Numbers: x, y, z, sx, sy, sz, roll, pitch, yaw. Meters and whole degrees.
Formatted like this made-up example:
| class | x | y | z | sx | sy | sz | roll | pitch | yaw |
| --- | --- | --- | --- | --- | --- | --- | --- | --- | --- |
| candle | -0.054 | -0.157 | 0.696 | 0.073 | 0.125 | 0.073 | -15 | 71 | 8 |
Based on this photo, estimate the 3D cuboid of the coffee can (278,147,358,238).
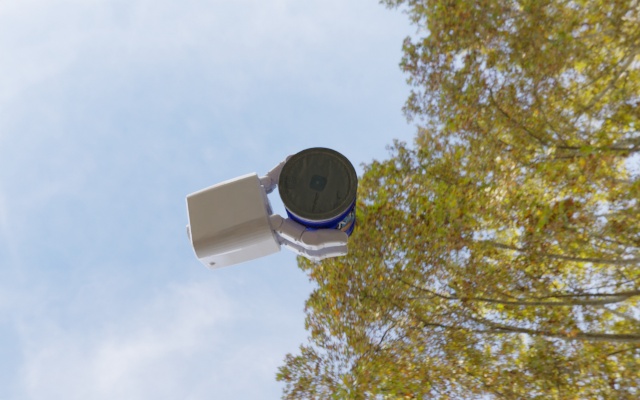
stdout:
| class | x | y | z | sx | sy | sz | roll | pitch | yaw |
| --- | --- | --- | --- | --- | --- | --- | --- | --- | --- |
| coffee can | 0.000 | 0.002 | 0.671 | 0.103 | 0.102 | 0.140 | 0 | -21 | 3 |
